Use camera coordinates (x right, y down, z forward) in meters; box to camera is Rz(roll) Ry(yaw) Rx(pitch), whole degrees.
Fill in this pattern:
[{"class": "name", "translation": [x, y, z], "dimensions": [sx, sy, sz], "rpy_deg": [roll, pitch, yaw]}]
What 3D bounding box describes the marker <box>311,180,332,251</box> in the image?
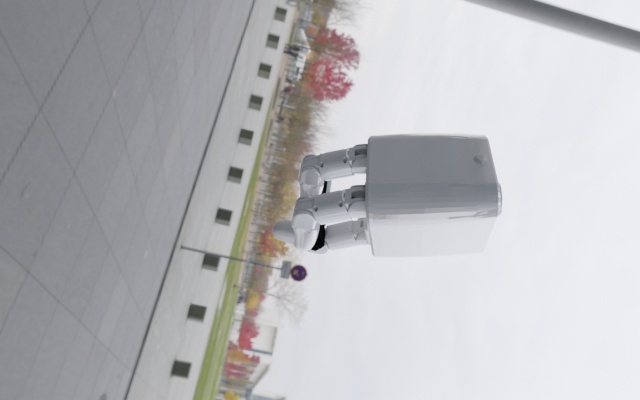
[{"class": "marker", "translation": [0.000, 0.002, 0.496], "dimensions": [0.020, 0.121, 0.020], "rpy_deg": [4, -43, 4]}]
